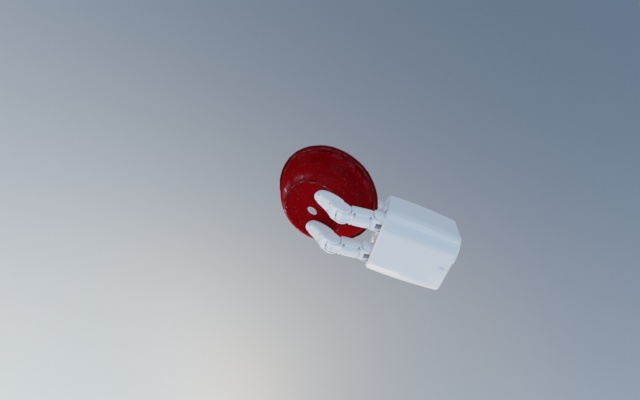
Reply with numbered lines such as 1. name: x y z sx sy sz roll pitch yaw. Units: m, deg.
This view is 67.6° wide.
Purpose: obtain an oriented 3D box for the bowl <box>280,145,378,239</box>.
1. bowl: -0.001 0.002 0.709 0.162 0.162 0.055 0 26 26
